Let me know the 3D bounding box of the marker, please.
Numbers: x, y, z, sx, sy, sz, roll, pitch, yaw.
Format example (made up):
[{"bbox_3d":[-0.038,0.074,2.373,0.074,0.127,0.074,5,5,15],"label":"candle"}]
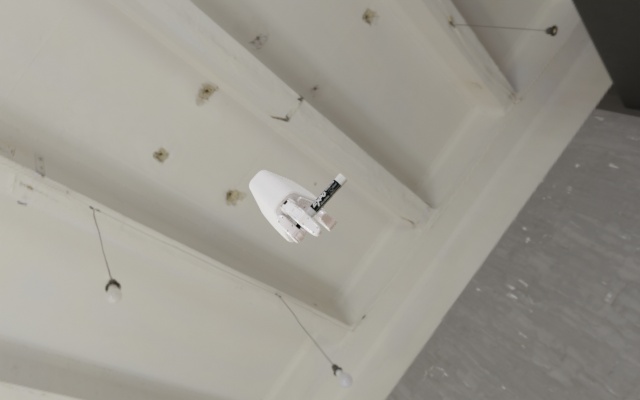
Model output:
[{"bbox_3d":[0.000,0.003,0.833,0.020,0.121,0.020,42,-4,4],"label":"marker"}]
